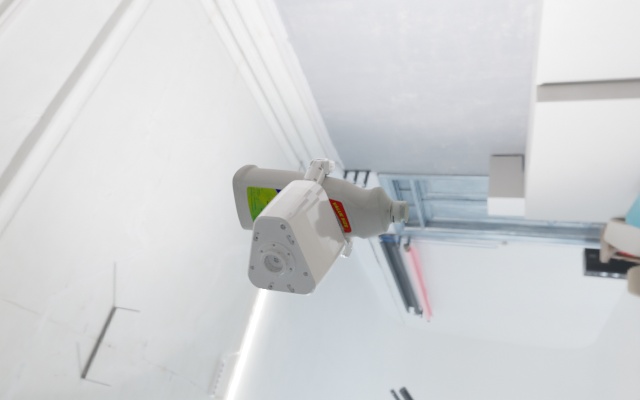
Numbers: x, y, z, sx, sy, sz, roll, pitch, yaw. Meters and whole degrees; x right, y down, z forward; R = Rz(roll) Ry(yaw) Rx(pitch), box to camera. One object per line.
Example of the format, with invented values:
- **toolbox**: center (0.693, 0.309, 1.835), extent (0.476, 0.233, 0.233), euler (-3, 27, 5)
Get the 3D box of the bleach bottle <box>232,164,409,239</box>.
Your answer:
- **bleach bottle**: center (0.000, 0.002, 0.690), extent (0.251, 0.103, 0.068), euler (3, 24, 21)
